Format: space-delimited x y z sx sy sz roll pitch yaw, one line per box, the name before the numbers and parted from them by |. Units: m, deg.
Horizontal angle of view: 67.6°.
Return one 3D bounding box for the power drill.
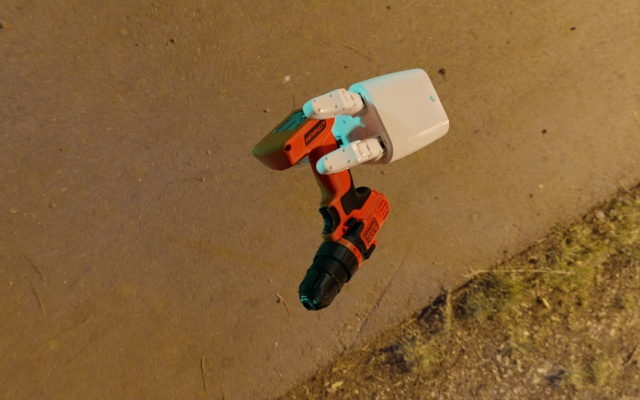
power drill | 0.000 0.001 0.532 0.057 0.188 0.184 -4 35 37
